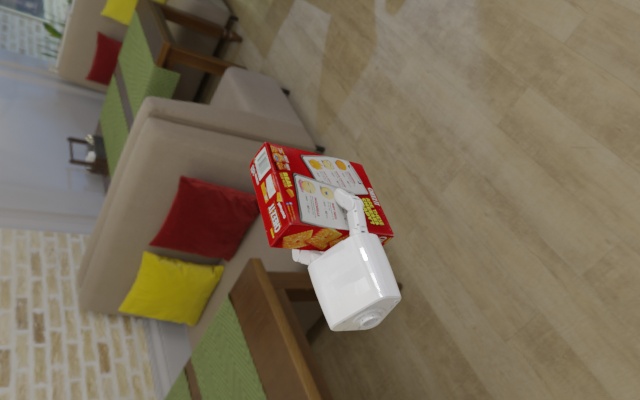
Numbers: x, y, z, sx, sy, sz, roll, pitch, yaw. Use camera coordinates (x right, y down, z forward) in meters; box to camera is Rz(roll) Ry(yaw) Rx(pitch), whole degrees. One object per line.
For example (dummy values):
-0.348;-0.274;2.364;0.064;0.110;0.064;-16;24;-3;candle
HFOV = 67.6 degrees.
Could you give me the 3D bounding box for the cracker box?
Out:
0.000;0.002;0.794;0.214;0.164;0.072;9;-43;-38;cracker box
